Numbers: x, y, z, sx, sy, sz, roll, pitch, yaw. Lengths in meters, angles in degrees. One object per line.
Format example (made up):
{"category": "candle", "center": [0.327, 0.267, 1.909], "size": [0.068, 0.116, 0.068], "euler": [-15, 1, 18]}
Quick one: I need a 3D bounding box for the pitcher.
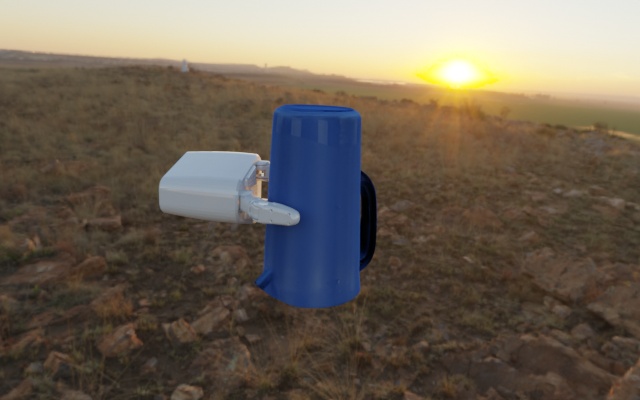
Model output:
{"category": "pitcher", "center": [0.000, 0.002, 0.619], "size": [0.145, 0.243, 0.149], "euler": [5, 15, 10]}
